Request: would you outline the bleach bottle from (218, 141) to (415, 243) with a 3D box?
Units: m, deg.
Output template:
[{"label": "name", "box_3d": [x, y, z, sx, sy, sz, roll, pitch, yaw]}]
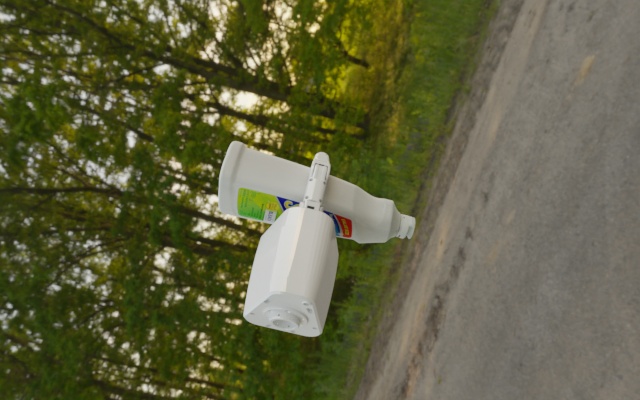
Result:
[{"label": "bleach bottle", "box_3d": [0.000, 0.002, 0.612, 0.251, 0.068, 0.103, 14, -35, -3]}]
